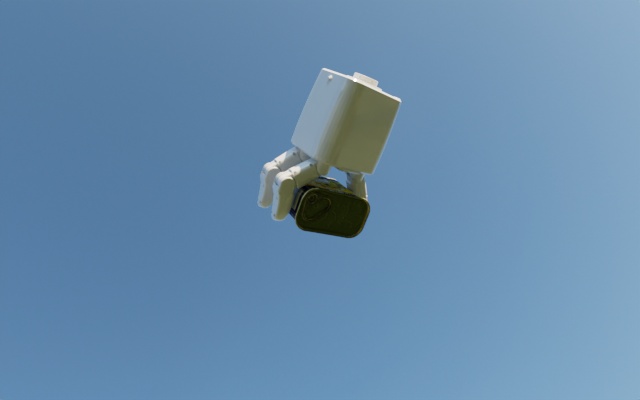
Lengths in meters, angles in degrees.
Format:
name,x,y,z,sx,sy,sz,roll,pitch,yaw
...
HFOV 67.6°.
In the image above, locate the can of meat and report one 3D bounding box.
name,x,y,z,sx,sy,sz,roll,pitch,yaw
can of meat,0.000,0.002,0.631,0.102,0.057,0.084,11,17,-30
